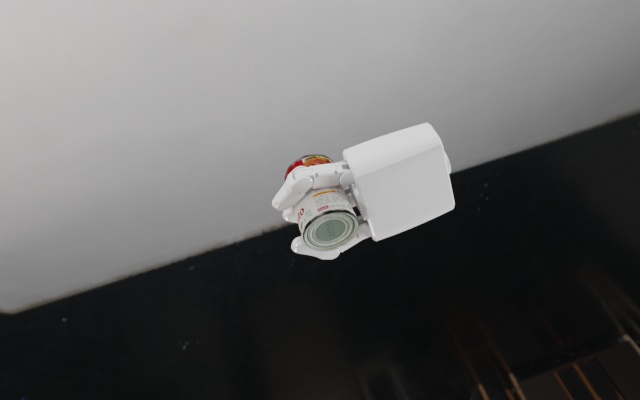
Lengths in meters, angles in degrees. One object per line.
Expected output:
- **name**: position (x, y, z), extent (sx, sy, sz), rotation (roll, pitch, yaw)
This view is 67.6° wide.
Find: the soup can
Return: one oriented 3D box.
- **soup can**: position (0.000, 0.002, 0.571), extent (0.068, 0.068, 0.102), rotation (0, 43, -20)
